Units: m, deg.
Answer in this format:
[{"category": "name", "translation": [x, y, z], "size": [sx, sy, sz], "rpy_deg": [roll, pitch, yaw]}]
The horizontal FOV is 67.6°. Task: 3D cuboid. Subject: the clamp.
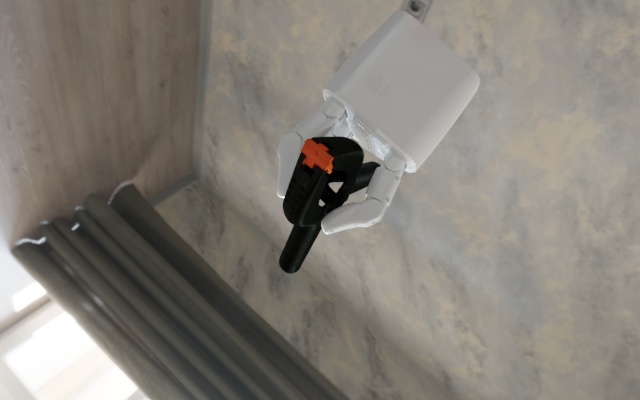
[{"category": "clamp", "translation": [0.001, 0.002, 0.467], "size": [0.036, 0.164, 0.210], "rpy_deg": [39, -3, 15]}]
